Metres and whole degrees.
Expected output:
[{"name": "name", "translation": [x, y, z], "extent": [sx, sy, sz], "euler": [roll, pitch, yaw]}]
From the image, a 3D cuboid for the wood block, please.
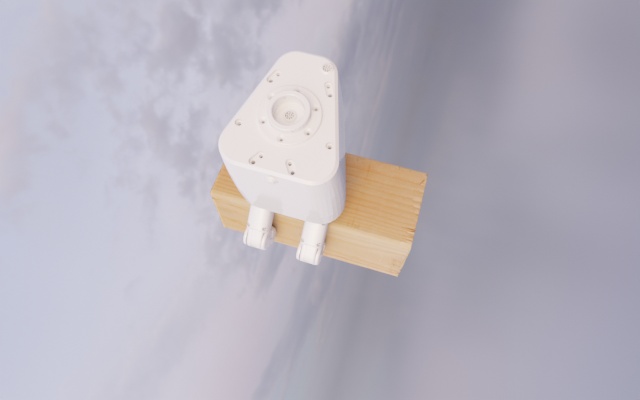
[{"name": "wood block", "translation": [0.000, 0.001, 0.522], "extent": [0.206, 0.090, 0.090], "euler": [16, -26, 7]}]
